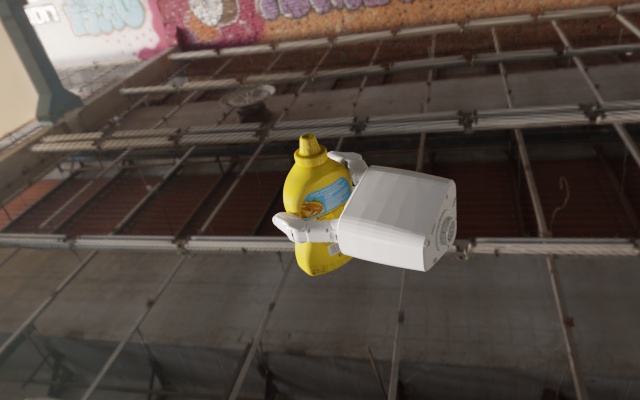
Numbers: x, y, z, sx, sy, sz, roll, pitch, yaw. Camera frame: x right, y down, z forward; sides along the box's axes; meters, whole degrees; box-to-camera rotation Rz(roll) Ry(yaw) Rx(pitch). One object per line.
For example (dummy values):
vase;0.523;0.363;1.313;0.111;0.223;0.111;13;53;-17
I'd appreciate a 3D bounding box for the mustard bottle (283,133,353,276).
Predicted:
mustard bottle;0.000;0.002;0.630;0.096;0.192;0.058;-27;36;-24
